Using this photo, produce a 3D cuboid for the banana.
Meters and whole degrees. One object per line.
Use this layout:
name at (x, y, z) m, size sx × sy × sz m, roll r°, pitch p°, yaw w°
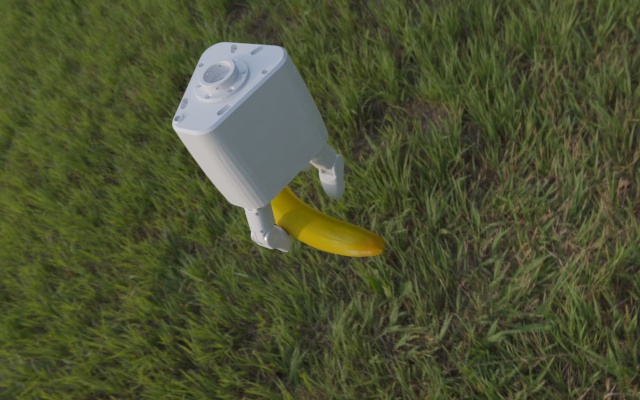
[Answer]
banana at (-0.017, 0.010, 0.523) m, size 0.069 × 0.037 × 0.197 m, roll -35°, pitch 50°, yaw -16°
